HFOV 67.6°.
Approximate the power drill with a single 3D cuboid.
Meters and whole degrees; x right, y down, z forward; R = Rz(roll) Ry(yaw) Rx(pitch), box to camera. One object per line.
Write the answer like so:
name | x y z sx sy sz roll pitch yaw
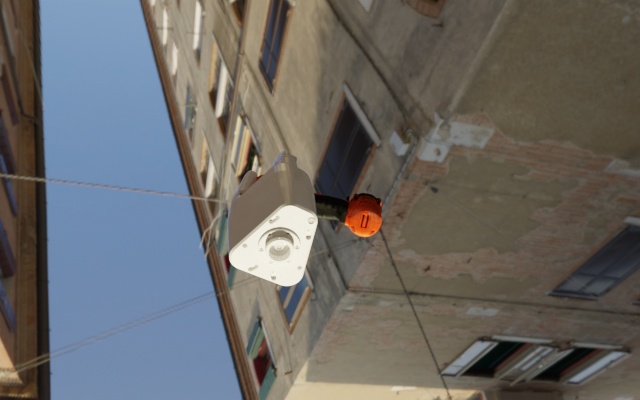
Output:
power drill | 0.000 0.002 0.716 0.187 0.057 0.184 10 6 3
